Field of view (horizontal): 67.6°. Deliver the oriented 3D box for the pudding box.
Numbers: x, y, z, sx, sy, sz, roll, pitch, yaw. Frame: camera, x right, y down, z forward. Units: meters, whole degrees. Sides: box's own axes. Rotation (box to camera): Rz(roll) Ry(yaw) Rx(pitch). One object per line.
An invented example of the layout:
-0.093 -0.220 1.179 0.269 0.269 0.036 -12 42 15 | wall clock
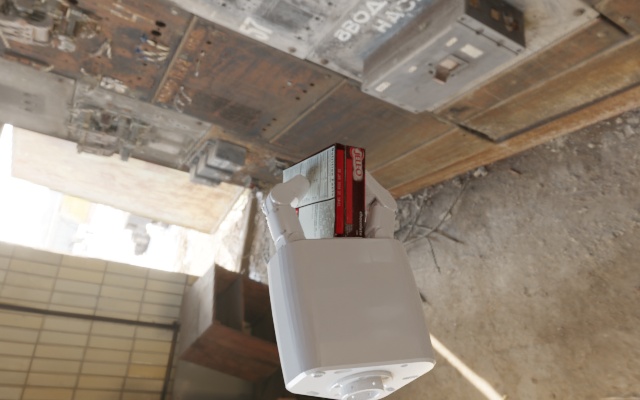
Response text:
0.000 0.002 0.471 0.039 0.090 0.113 9 -14 -31 | pudding box
